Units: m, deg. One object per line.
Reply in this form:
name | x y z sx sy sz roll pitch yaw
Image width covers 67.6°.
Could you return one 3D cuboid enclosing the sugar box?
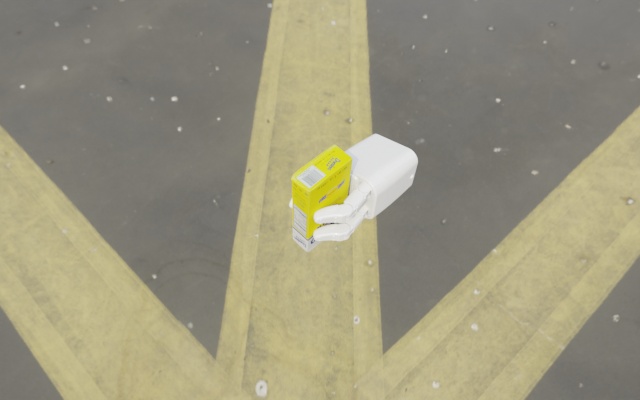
sugar box | 0.001 0.003 0.761 0.093 0.176 0.048 -38 62 -24
